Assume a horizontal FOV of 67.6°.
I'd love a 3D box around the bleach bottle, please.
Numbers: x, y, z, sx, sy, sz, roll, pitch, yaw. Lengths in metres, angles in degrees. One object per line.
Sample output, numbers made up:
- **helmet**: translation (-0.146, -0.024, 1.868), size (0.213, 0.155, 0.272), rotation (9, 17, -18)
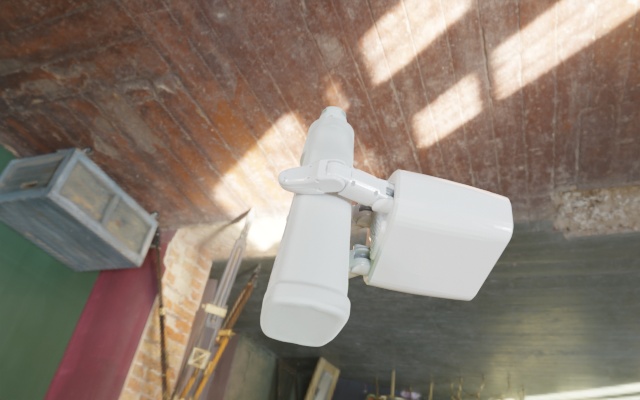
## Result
- **bleach bottle**: translation (0.000, 0.002, 0.458), size (0.068, 0.250, 0.103), rotation (13, -35, -5)
